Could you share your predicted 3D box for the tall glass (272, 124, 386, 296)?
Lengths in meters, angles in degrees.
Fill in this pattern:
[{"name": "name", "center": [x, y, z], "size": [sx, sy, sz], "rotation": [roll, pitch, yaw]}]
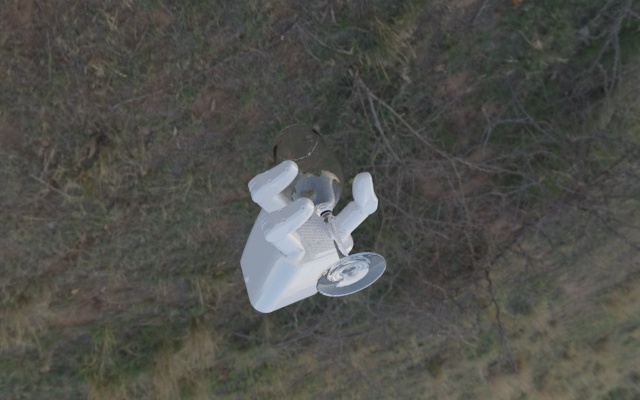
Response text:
[{"name": "tall glass", "center": [0.000, 0.002, 0.533], "size": [0.079, 0.201, 0.079], "rotation": [-14, -37, -11]}]
